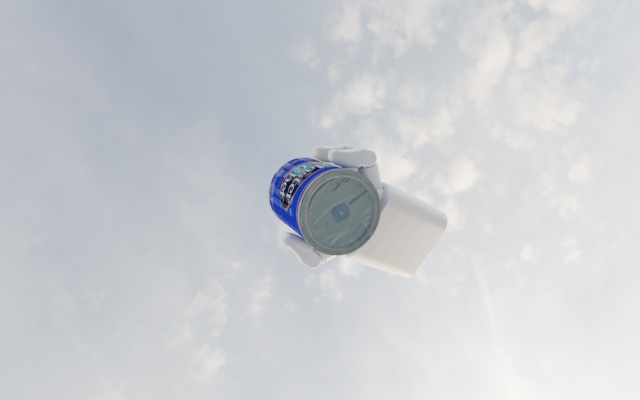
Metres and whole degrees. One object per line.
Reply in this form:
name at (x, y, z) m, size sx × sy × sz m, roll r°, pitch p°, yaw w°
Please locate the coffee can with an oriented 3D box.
coffee can at (0.000, 0.002, 0.614) m, size 0.103 × 0.103 × 0.140 m, roll 0°, pitch 11°, yaw -21°
